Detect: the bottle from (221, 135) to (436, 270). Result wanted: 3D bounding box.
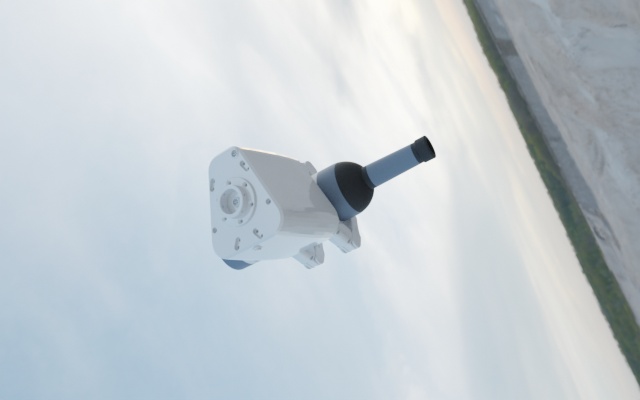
[{"bbox_3d":[0.000,0.002,0.577,0.296,0.069,0.069,-27,-12,26],"label":"bottle"}]
